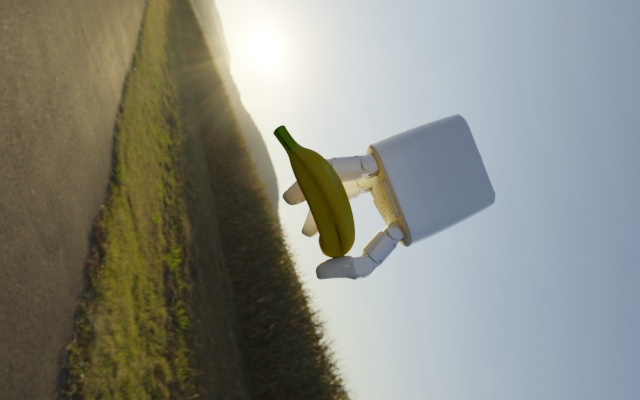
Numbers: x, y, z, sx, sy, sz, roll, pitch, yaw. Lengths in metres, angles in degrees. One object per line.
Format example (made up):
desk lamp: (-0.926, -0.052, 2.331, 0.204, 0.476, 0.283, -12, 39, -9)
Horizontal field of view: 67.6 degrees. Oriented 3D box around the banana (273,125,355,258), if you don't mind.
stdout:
banana: (0.007, 0.012, 0.458, 0.037, 0.069, 0.198, -27, -38, -7)
